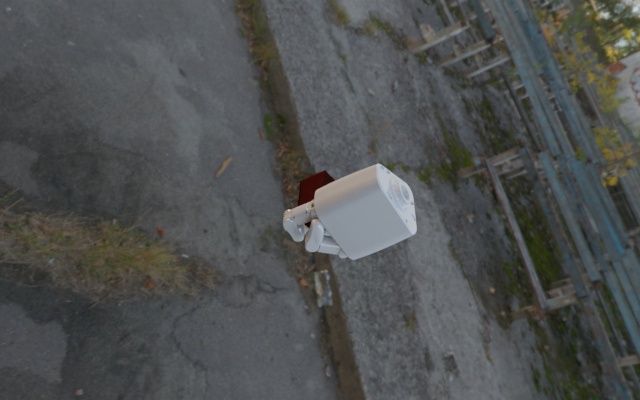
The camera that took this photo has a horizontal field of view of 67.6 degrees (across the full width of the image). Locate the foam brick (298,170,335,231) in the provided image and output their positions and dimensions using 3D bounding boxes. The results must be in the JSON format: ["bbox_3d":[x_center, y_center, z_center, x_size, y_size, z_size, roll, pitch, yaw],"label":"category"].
[{"bbox_3d":[0.000,0.002,0.749,0.051,0.078,0.053,-25,-49,29],"label":"foam brick"}]
